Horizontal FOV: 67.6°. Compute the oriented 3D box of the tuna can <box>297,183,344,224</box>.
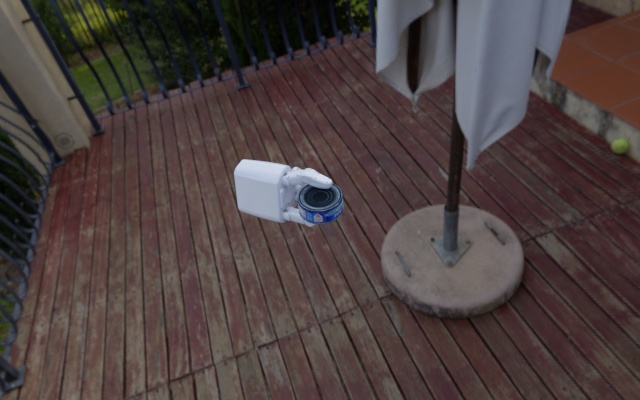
[{"bbox_3d":[0.000,0.003,0.891,0.086,0.034,0.086,-3,43,3],"label":"tuna can"}]
